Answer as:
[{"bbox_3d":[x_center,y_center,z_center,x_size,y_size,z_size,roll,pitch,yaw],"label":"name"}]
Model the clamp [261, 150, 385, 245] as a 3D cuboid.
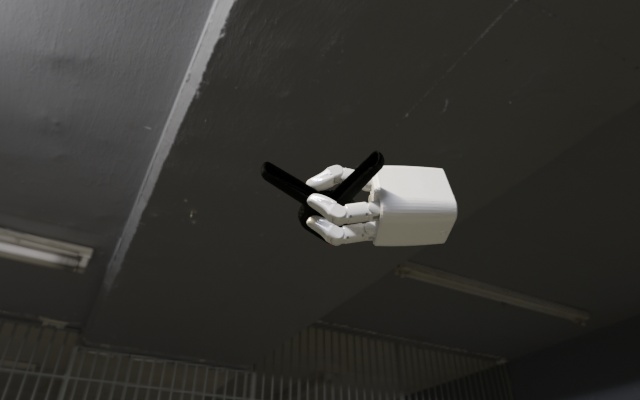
[{"bbox_3d":[0.000,0.002,0.705,0.164,0.036,0.210,-1,-35,-2],"label":"clamp"}]
